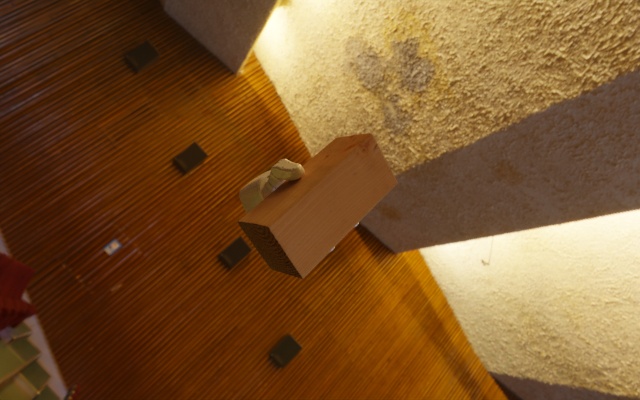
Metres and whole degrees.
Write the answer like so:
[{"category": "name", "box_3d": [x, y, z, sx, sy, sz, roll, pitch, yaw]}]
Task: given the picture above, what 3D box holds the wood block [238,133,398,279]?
[{"category": "wood block", "box_3d": [0.000, 0.002, 0.673, 0.206, 0.091, 0.090, -43, 25, -25]}]
